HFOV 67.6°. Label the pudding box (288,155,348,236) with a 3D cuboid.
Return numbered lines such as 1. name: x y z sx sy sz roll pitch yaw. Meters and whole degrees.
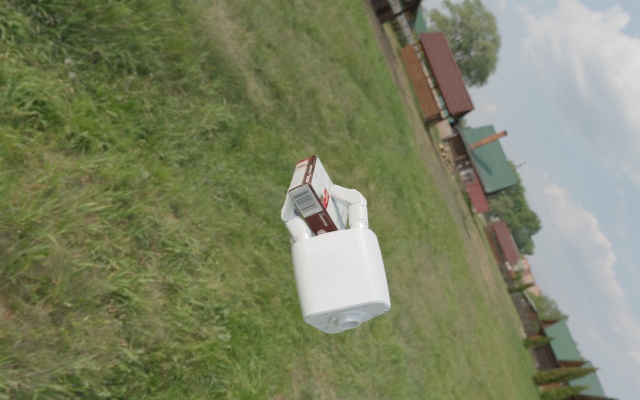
1. pudding box: 0.000 0.002 0.706 0.039 0.113 0.090 -21 27 18
